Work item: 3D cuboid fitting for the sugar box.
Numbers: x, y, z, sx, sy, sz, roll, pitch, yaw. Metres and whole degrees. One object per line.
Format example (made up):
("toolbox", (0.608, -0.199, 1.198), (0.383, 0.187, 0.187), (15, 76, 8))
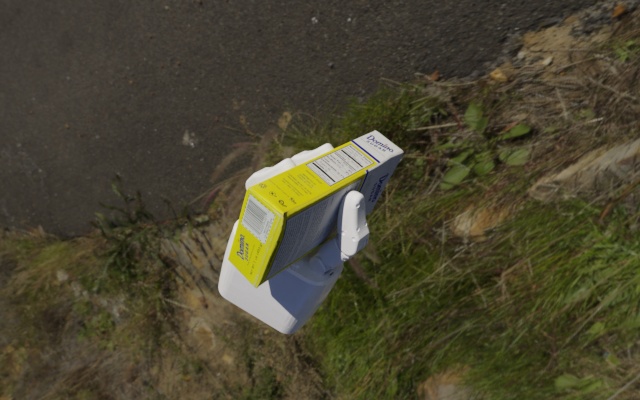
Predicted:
("sugar box", (0.000, 0.001, 0.447), (0.048, 0.093, 0.176), (40, 42, 18))
